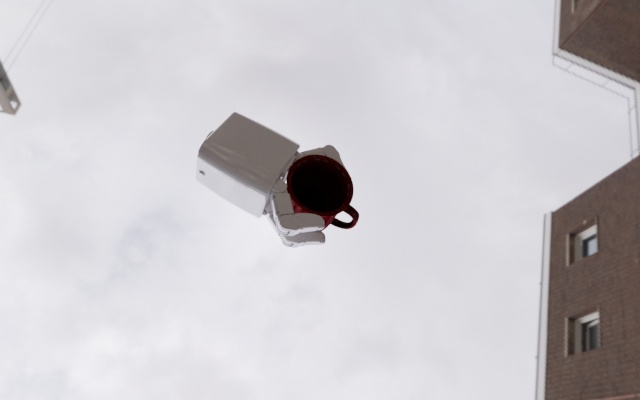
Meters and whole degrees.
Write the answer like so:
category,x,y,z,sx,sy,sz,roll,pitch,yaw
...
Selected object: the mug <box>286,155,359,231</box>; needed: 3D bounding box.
category,x,y,z,sx,sy,sz,roll,pitch,yaw
mug,0.001,0.003,0.667,0.117,0.093,0.081,30,-31,-1
